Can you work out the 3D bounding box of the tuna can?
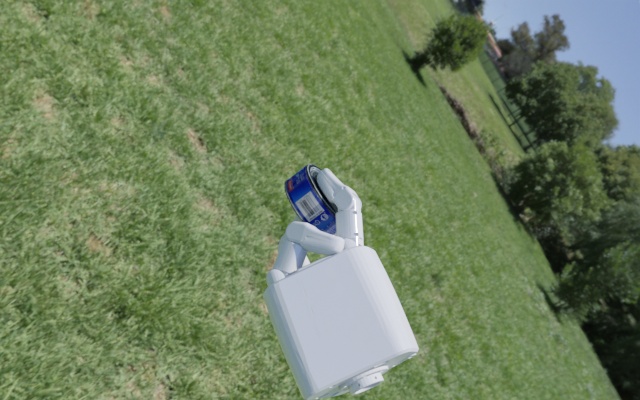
[{"bbox_3d":[0.000,0.001,0.533,0.034,0.086,0.086,-37,-12,17],"label":"tuna can"}]
